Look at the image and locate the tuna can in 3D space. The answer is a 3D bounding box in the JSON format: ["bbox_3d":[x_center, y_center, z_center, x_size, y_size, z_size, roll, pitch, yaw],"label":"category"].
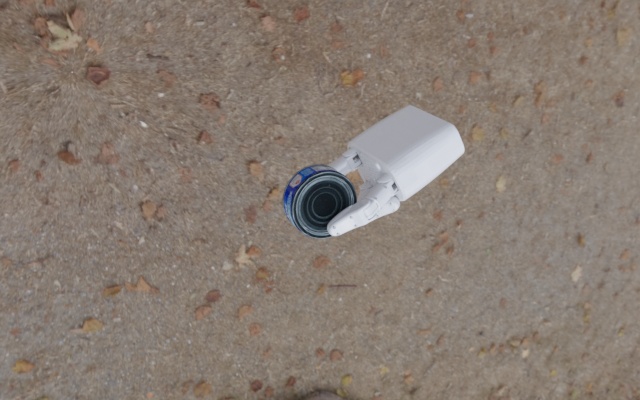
[{"bbox_3d":[0.000,0.002,0.572,0.086,0.086,0.033,0,17,-23],"label":"tuna can"}]
